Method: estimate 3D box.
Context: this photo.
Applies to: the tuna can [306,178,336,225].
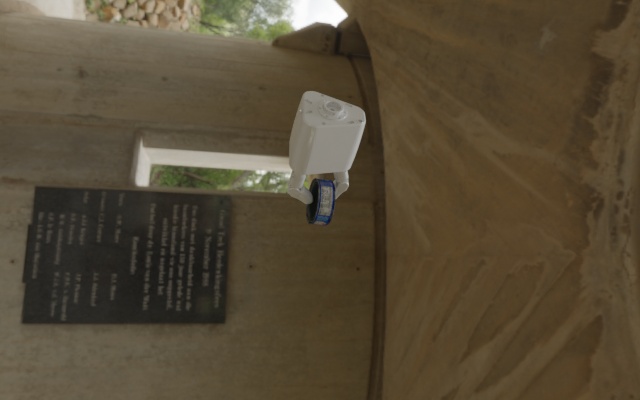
[{"bbox_3d":[0.001,0.003,0.882,0.034,0.086,0.086,7,-2,-15],"label":"tuna can"}]
